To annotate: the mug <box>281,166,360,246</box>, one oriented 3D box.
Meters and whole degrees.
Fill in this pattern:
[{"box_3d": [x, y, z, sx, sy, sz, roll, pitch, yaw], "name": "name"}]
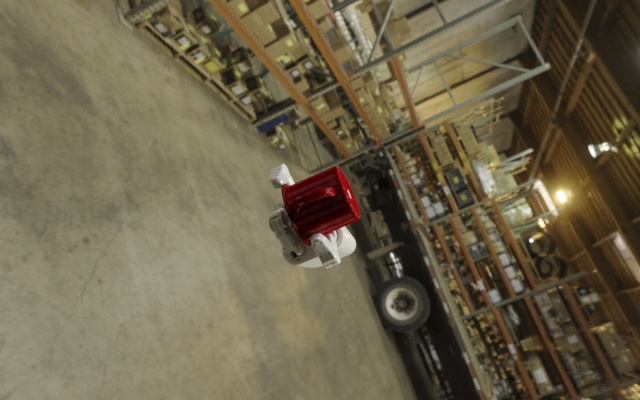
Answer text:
[{"box_3d": [0.000, 0.002, 0.645, 0.081, 0.093, 0.117, -23, -15, 10], "name": "mug"}]
